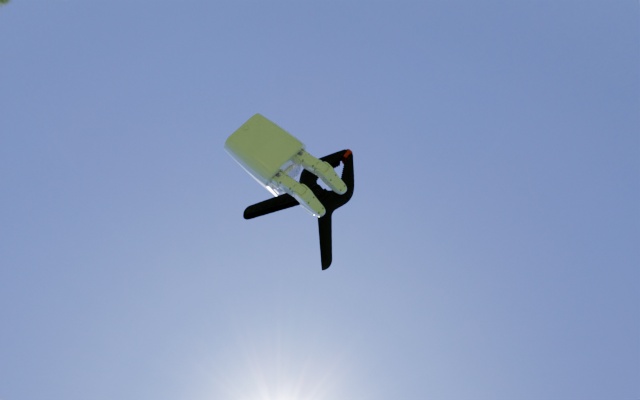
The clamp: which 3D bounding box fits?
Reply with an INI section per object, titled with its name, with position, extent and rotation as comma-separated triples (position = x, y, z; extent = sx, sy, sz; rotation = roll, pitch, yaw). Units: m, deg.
[clamp]
position = 0.000, 0.002, 0.792
extent = 0.164, 0.210, 0.036
rotation = 39, -21, 11
